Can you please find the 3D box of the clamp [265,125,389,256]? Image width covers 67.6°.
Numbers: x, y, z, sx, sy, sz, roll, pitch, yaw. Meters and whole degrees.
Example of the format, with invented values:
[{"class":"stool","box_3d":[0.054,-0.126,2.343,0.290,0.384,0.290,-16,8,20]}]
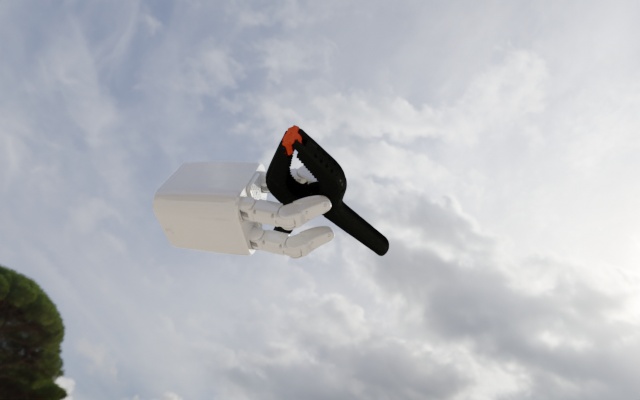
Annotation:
[{"class":"clamp","box_3d":[0.000,0.001,0.571,0.164,0.036,0.210,3,-42,11]}]
